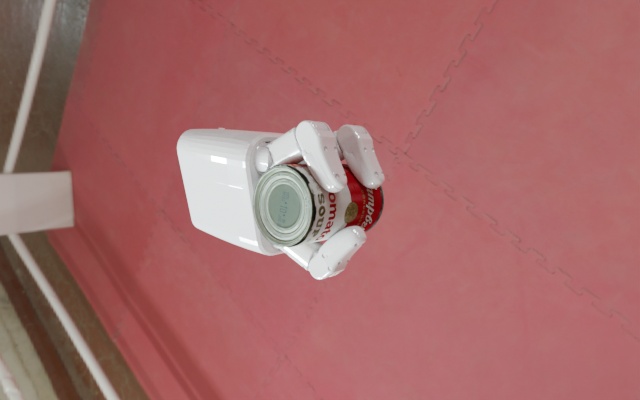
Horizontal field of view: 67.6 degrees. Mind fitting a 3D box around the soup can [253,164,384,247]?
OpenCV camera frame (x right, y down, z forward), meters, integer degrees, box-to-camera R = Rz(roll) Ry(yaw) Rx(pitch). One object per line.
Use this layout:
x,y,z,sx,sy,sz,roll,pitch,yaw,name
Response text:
0.000,0.002,0.414,0.068,0.068,0.102,0,3,39,soup can
